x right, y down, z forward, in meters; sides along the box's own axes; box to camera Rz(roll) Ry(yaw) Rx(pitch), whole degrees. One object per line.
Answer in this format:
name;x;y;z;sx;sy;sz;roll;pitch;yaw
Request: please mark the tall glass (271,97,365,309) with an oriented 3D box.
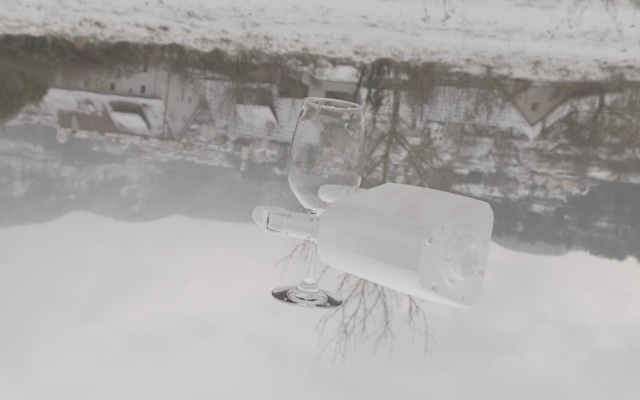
tall glass;0.000;0.002;0.483;0.079;0.201;0.079;8;4;-1
